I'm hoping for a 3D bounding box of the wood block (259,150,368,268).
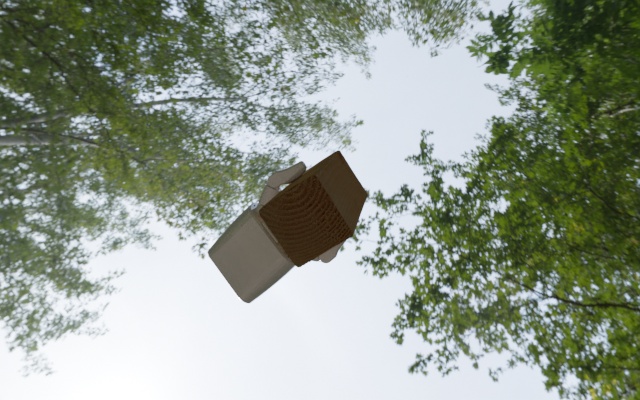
[{"bbox_3d":[0.000,0.002,0.677,0.090,0.091,0.206,-32,7,16],"label":"wood block"}]
